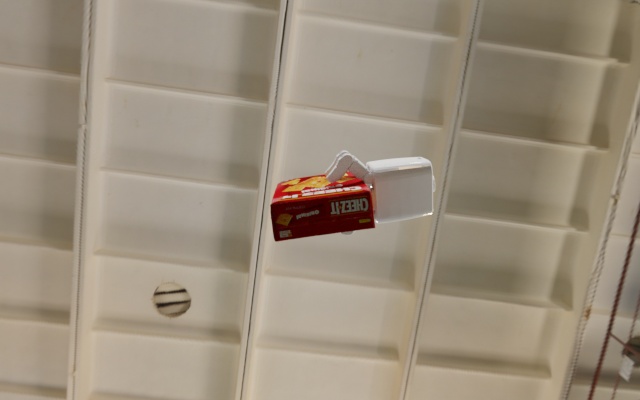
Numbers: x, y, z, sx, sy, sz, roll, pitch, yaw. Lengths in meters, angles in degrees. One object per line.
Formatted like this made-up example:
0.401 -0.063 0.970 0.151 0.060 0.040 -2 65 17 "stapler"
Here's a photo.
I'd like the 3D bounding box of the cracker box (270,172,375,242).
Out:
0.000 0.003 0.853 0.164 0.072 0.213 -8 11 0 "cracker box"
